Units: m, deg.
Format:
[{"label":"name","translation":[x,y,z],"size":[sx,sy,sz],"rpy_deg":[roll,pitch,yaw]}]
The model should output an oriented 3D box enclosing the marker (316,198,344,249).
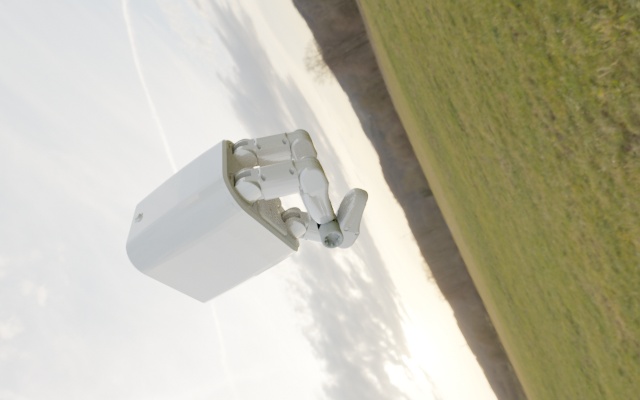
[{"label":"marker","translation":[0.000,0.001,0.444],"size":[0.020,0.020,0.121],"rpy_deg":[0,31,-11]}]
